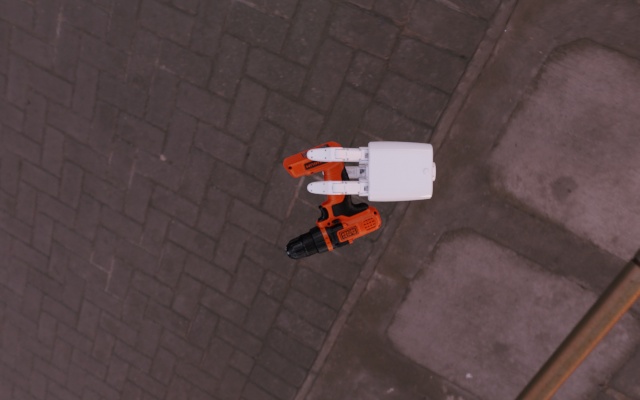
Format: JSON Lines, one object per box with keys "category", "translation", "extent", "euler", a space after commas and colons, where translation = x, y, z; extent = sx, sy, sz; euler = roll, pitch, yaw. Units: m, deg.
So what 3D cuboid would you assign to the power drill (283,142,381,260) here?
{"category": "power drill", "translation": [0.000, 0.002, 0.856], "extent": [0.184, 0.188, 0.057], "euler": [-22, 22, -4]}
